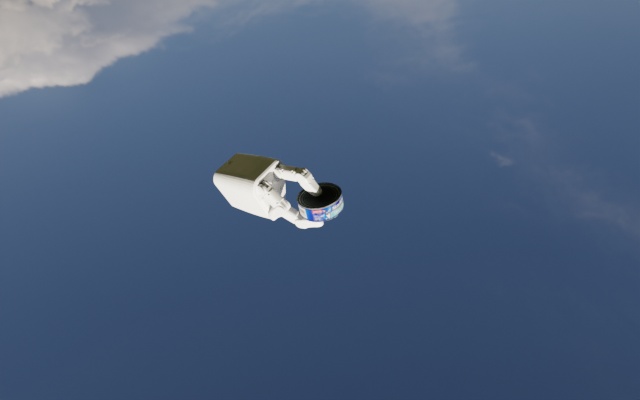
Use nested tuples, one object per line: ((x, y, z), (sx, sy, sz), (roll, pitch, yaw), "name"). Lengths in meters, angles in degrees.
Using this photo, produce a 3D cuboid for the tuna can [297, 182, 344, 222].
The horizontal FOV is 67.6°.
((0.000, 0.003, 0.899), (0.086, 0.034, 0.086), (-8, 34, 6), "tuna can")
